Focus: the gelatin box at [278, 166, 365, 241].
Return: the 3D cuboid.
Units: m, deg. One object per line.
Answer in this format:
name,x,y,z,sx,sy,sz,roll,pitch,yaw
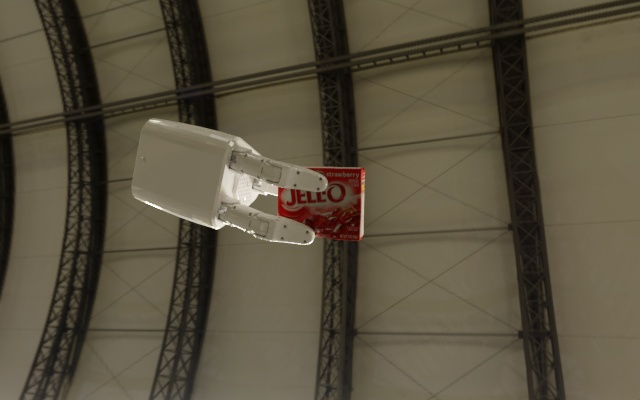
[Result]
gelatin box,0.001,0.002,0.493,0.089,0.073,0.030,3,7,12
